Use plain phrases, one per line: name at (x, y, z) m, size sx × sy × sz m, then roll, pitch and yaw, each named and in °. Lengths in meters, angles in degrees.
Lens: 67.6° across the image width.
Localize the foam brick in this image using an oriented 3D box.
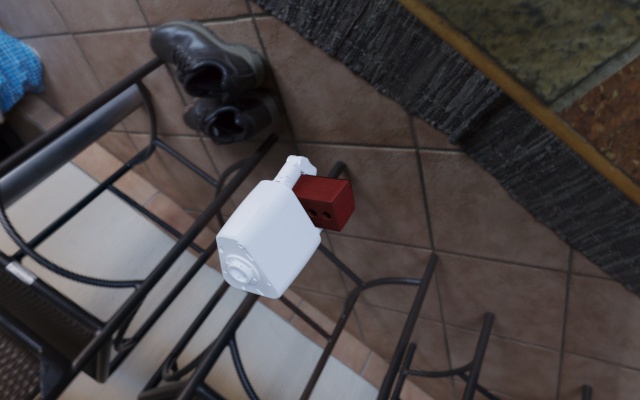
foam brick at (0.000, 0.002, 0.647) m, size 0.078 × 0.053 × 0.051 m, roll 9°, pitch 43°, yaw 29°
